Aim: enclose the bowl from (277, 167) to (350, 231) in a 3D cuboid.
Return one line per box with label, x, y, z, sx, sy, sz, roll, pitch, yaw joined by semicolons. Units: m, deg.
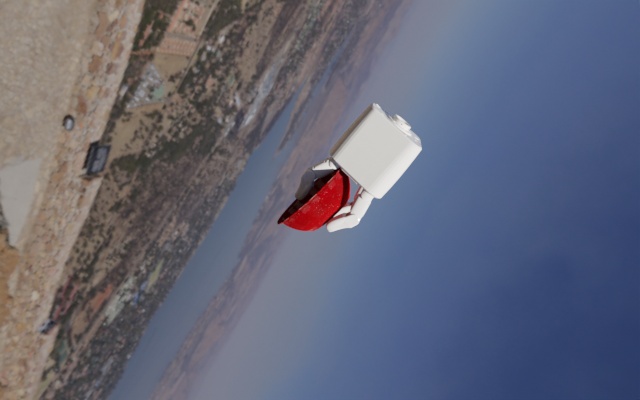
bowl;0.000;0.004;0.838;0.162;0.055;0.162;-42;8;7
